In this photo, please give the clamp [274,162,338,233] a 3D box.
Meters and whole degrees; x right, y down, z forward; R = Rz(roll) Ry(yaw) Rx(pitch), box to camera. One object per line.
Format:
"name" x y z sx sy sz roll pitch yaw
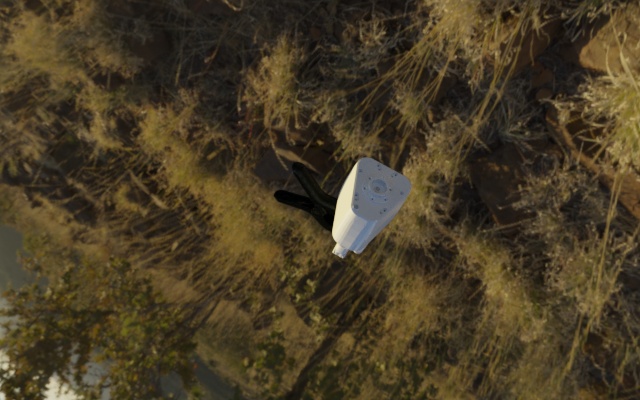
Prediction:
"clamp" 0.000 0.003 0.841 0.171 0.039 0.120 29 -29 3
